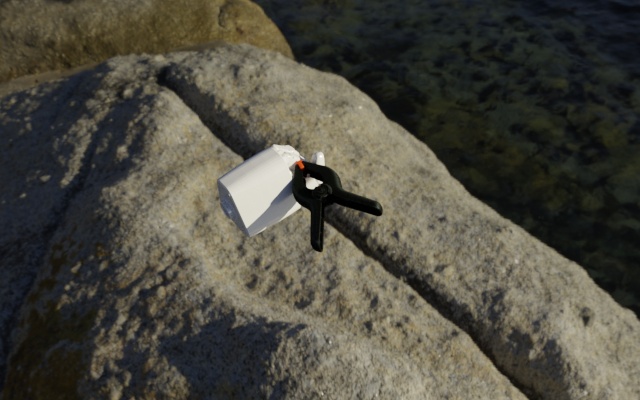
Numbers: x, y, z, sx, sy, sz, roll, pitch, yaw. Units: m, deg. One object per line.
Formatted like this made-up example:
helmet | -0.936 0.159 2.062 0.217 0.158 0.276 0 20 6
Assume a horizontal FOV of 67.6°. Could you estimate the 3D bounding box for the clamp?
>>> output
clamp | 0.000 0.002 0.745 0.120 0.039 0.171 -34 51 -19
